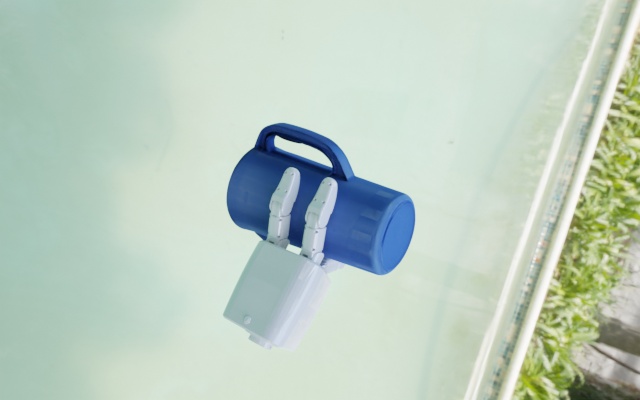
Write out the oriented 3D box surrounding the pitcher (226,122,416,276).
[{"bbox_3d":[0.000,0.002,0.647,0.243,0.145,0.149,19,-18,32],"label":"pitcher"}]
